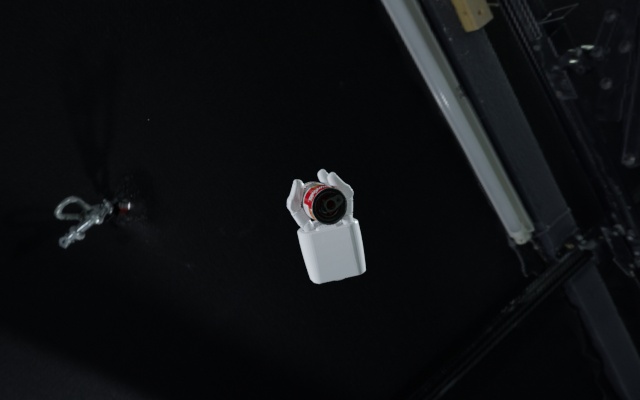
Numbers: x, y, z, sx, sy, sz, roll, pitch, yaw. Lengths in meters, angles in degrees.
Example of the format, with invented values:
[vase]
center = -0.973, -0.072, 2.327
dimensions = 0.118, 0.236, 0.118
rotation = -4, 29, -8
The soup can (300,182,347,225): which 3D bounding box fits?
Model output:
[soup can]
center = 0.000, 0.002, 0.896
dimensions = 0.068, 0.068, 0.102
rotation = 0, 9, -20
